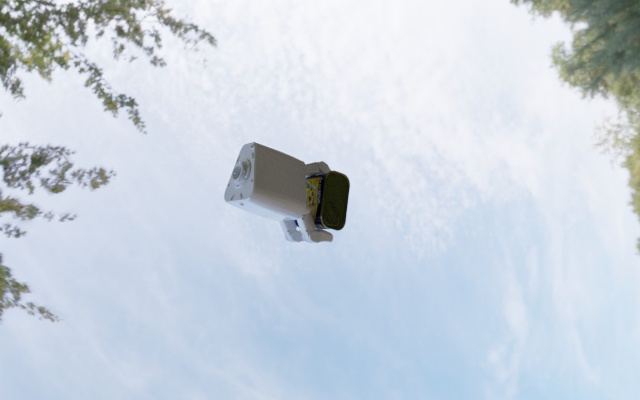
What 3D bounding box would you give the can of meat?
[{"bbox_3d":[0.000,0.003,0.851,0.057,0.102,0.084,17,-15,-40],"label":"can of meat"}]
